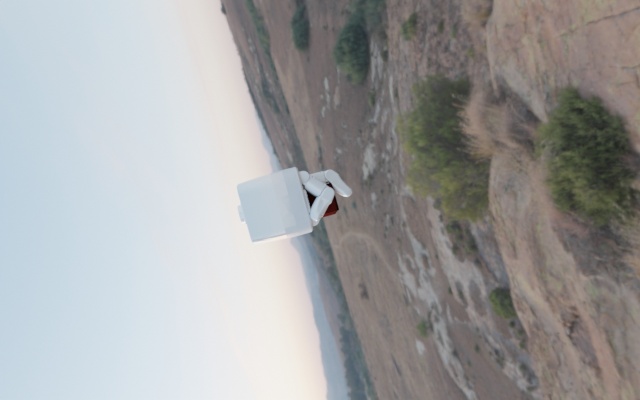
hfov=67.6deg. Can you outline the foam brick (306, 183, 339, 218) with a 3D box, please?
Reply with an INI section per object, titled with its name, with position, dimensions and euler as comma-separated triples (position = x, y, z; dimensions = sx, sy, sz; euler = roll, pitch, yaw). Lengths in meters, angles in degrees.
[foam brick]
position = 0.000, 0.003, 0.877
dimensions = 0.051, 0.053, 0.078
euler = -15, -6, -4
